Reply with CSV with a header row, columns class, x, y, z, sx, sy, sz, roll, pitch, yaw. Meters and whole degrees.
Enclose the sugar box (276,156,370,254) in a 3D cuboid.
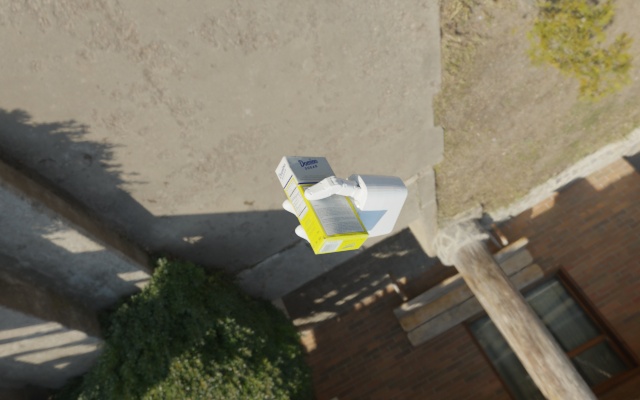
class,x,y,z,sx,sy,sz,roll,pitch,yaw
sugar box,0.000,0.003,0.801,0.093,0.176,0.048,-2,-41,-37
